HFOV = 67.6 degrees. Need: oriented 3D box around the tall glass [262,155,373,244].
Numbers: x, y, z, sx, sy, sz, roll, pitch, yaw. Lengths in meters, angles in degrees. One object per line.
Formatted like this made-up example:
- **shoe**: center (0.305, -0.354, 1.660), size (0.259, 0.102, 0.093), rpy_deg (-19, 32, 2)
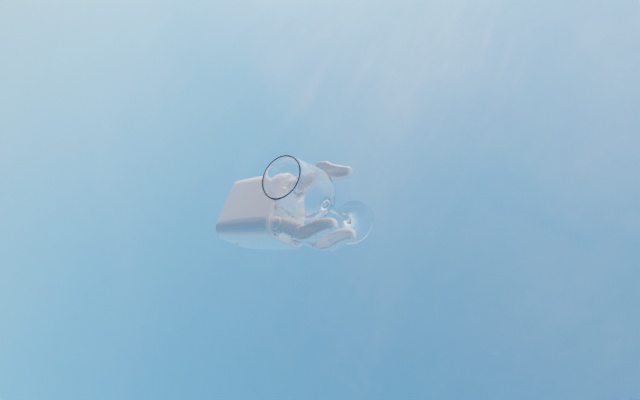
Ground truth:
- **tall glass**: center (0.001, 0.002, 0.692), size (0.079, 0.079, 0.201), rpy_deg (0, -19, 33)
